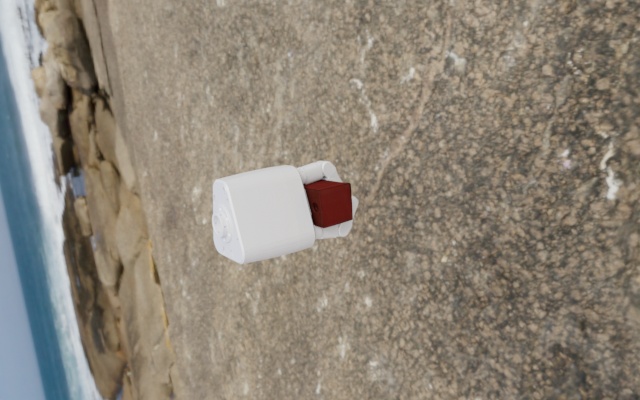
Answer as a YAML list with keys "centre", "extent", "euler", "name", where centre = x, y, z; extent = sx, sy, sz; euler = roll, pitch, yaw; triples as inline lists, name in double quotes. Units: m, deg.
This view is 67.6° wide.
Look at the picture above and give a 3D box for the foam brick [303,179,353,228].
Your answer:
- centre: [0.000, 0.002, 0.655]
  extent: [0.051, 0.053, 0.078]
  euler: [-14, 14, -33]
  name: "foam brick"
